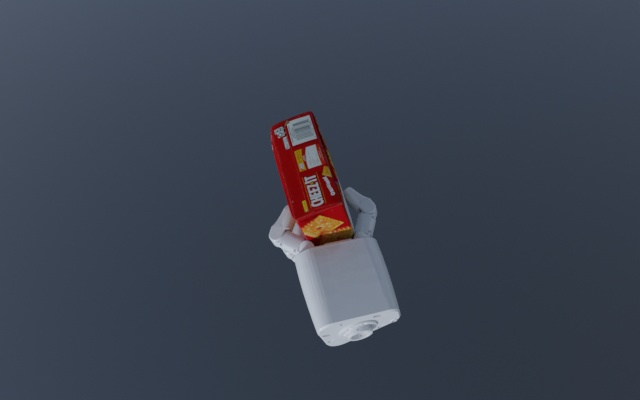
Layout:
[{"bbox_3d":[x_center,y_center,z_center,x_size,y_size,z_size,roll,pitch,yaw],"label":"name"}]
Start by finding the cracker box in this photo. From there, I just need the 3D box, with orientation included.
[{"bbox_3d":[0.000,0.002,0.705,0.072,0.164,0.214,-19,-32,3],"label":"cracker box"}]
